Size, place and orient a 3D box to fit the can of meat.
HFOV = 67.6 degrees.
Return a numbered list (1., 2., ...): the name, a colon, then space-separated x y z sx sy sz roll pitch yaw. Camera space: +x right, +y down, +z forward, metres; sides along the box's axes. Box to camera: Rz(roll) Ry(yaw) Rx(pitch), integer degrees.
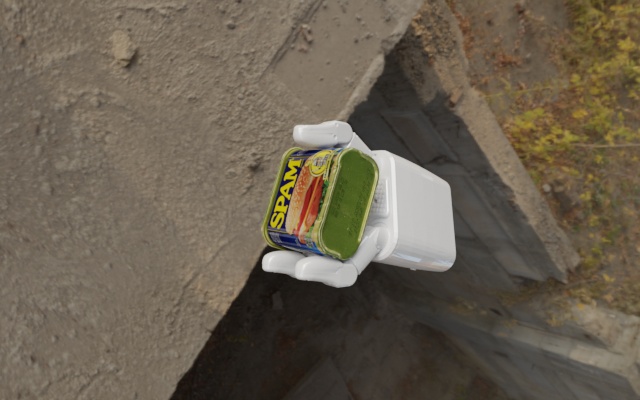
1. can of meat: 0.000 0.001 0.442 0.057 0.102 0.084 24 -12 -38
